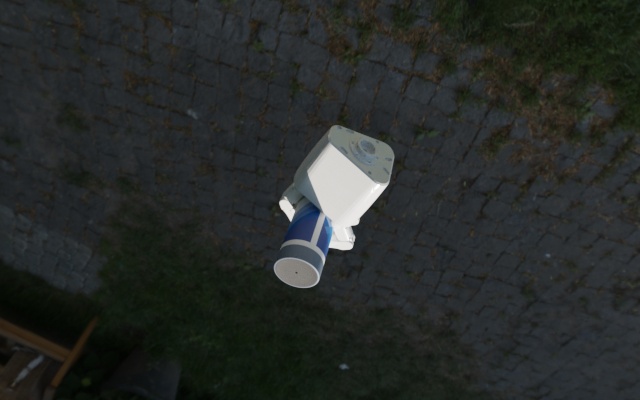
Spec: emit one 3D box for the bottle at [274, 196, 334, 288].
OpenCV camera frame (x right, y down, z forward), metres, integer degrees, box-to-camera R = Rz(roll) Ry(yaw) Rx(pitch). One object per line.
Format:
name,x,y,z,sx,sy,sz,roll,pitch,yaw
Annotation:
bottle,0.000,0.003,0.768,0.069,0.069,0.295,0,42,18
